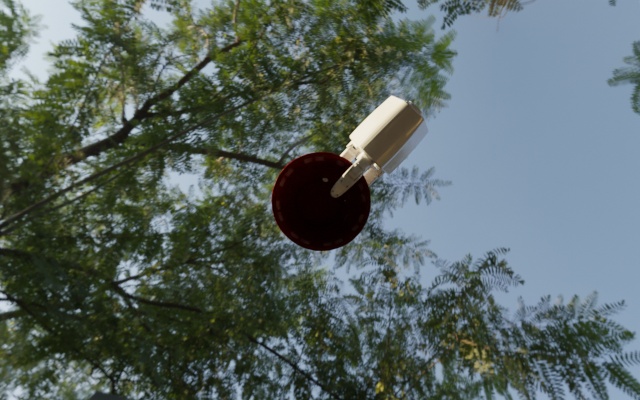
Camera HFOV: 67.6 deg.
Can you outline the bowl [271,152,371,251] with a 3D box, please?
[{"bbox_3d":[-0.001,0.003,0.797,0.162,0.162,0.055,0,-3,-4],"label":"bowl"}]
